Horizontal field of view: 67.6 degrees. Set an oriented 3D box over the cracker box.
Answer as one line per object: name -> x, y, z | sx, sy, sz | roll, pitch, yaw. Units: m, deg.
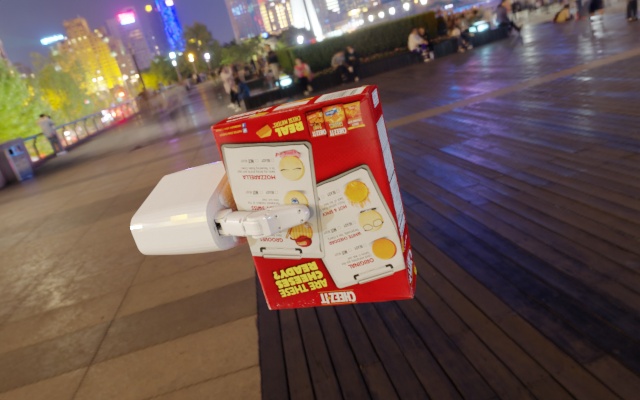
cracker box -> 0.000, 0.002, 0.502 | 0.164, 0.214, 0.072 | -9, 20, 19
